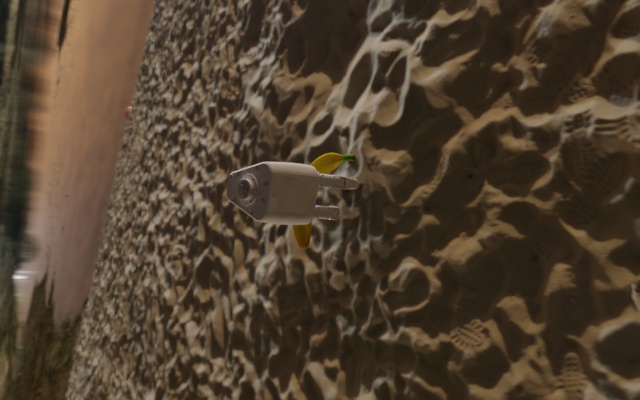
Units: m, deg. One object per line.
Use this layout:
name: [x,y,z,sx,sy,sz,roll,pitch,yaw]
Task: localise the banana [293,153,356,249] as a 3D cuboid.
banana: [-0.013,-0.010,0.863,0.069,0.198,0.037,34,16,23]
